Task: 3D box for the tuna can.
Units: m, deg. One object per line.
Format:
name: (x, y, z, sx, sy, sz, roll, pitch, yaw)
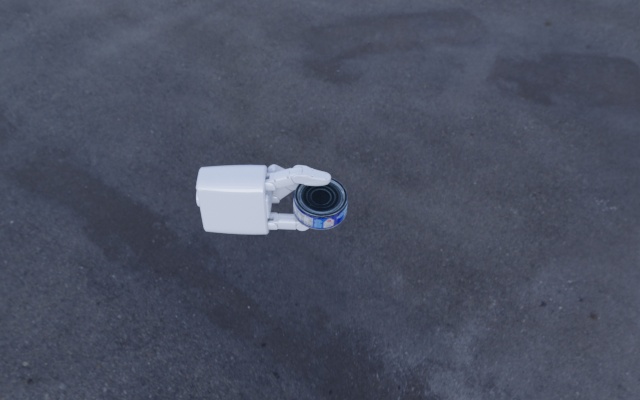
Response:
tuna can: (0.000, 0.002, 0.744, 0.086, 0.086, 0.034, 0, -39, -4)
